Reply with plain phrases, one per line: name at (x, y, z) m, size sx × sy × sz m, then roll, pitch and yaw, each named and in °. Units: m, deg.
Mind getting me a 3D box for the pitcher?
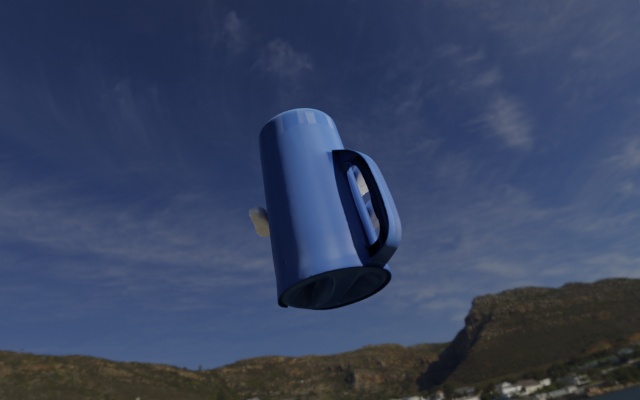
pitcher at (0.000, 0.002, 0.593) m, size 0.149 × 0.242 × 0.145 m, roll -12°, pitch -29°, yaw -3°
